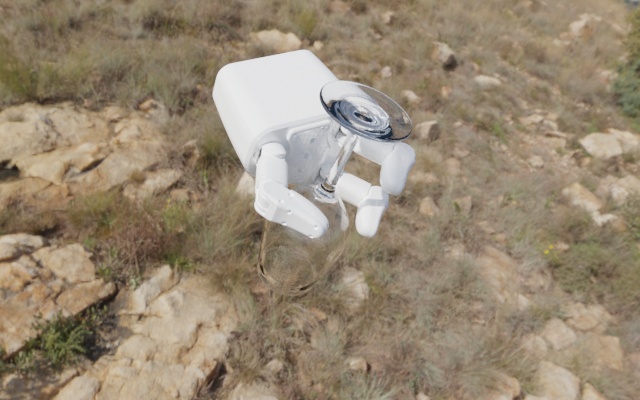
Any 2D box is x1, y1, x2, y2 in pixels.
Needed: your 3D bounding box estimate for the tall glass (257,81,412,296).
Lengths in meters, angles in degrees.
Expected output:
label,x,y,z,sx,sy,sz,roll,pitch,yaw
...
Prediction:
label,x,y,z,sx,sy,sz,roll,pitch,yaw
tall glass,0.000,0.001,0.416,0.079,0.079,0.201,0,-44,-28
